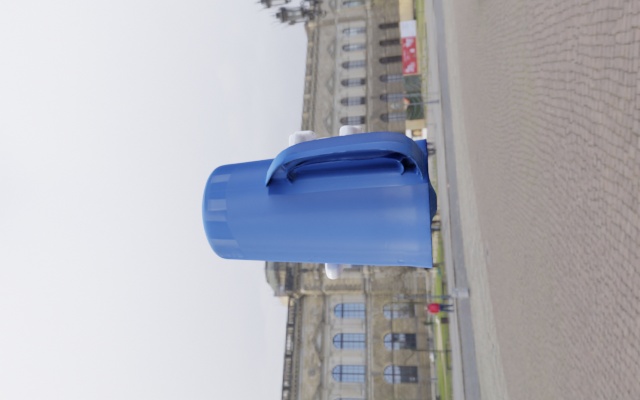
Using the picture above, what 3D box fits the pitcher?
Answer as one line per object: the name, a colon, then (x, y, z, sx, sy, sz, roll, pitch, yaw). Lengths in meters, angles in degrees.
pitcher: (0.000, 0.002, 0.511, 0.243, 0.149, 0.145, -3, 13, 12)
